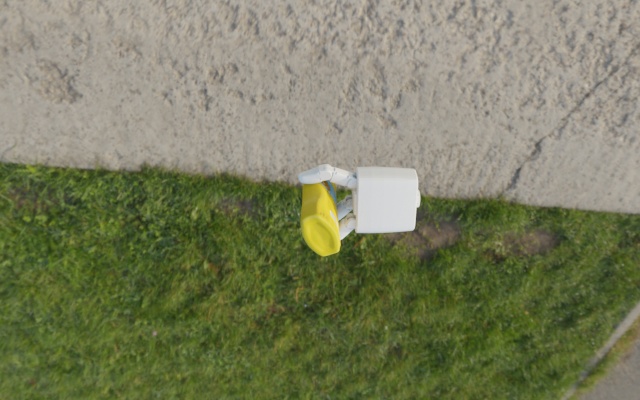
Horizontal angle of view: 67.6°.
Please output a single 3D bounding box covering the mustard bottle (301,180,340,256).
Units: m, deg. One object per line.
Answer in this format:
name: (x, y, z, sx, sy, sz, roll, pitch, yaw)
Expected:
mustard bottle: (0.000, 0.003, 0.864, 0.058, 0.096, 0.191, -20, 36, 15)
